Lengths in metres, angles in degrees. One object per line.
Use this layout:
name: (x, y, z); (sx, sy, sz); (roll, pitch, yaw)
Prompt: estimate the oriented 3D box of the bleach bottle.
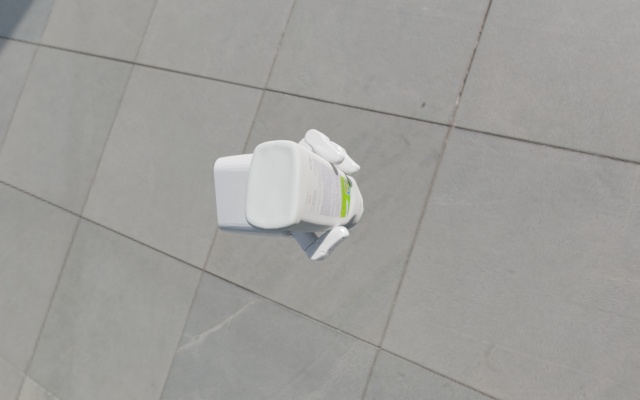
bleach bottle: (0.000, 0.002, 0.617); (0.068, 0.102, 0.251); (0, -10, 25)
